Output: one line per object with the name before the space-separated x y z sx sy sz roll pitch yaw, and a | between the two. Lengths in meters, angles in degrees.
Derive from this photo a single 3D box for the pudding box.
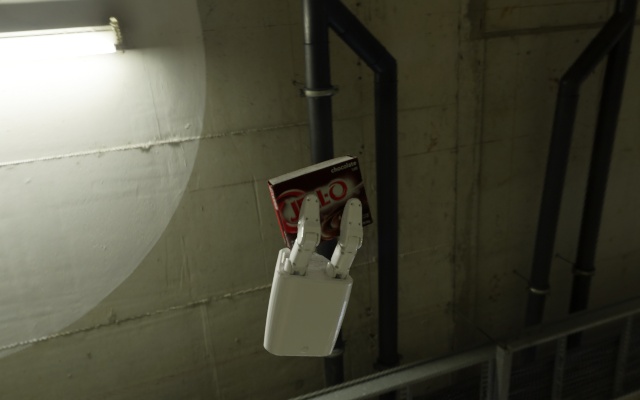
pudding box | 0.000 0.002 0.590 0.113 0.090 0.039 -20 20 -14
